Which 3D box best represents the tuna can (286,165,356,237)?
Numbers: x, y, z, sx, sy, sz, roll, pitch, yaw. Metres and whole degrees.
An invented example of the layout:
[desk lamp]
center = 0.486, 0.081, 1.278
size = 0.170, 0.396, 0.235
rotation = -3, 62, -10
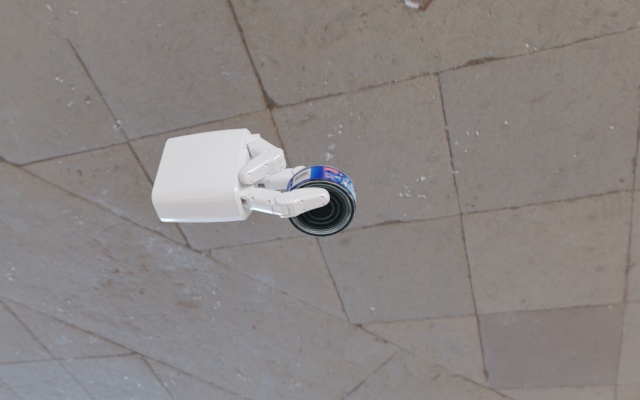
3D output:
[tuna can]
center = 0.000, 0.002, 0.571
size = 0.086, 0.086, 0.033
rotation = 0, 35, 2
